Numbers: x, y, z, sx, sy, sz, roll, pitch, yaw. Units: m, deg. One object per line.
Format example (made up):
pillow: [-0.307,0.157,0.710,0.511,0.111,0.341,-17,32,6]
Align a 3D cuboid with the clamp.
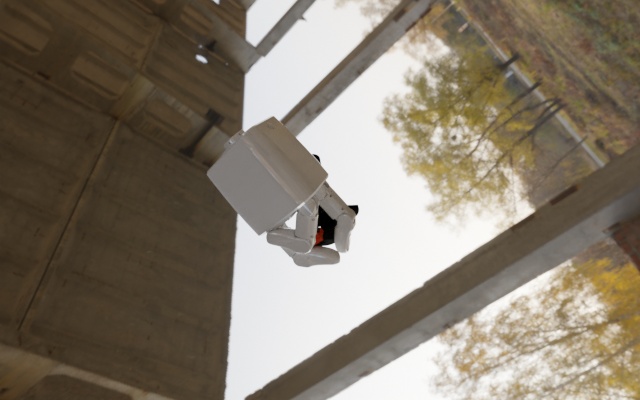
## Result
clamp: [0.000,0.003,0.672,0.039,0.120,0.171,-38,7,24]
